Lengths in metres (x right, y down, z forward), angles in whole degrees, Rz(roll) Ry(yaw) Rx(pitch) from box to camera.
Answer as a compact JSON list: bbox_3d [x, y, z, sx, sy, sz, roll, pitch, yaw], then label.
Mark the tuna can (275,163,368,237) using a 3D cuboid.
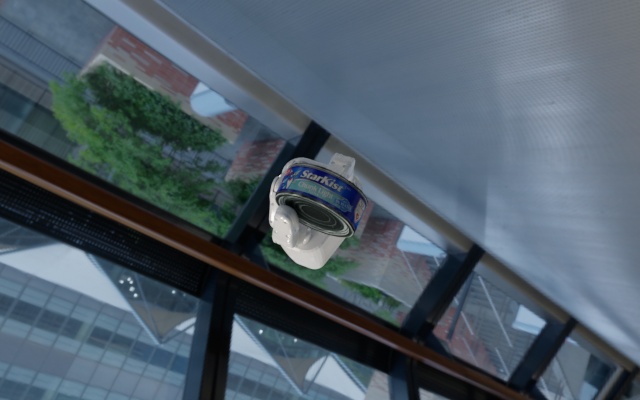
[{"bbox_3d":[0.000,0.002,0.458,0.086,0.033,0.086,23,-20,9],"label":"tuna can"}]
